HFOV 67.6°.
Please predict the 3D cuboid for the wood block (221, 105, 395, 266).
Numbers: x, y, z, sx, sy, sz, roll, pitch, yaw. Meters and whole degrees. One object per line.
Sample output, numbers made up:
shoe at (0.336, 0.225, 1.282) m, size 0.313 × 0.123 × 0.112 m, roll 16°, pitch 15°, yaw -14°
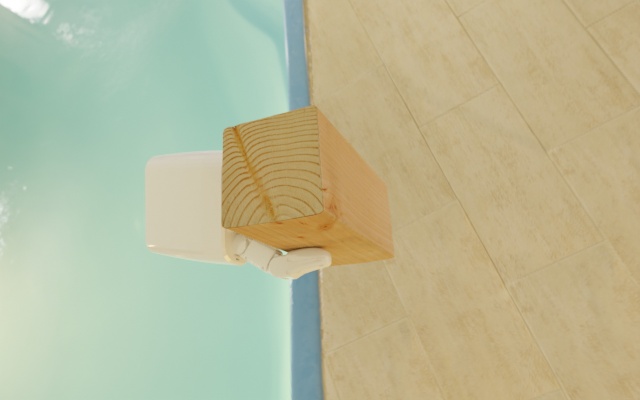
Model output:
wood block at (0.000, 0.002, 0.464) m, size 0.090 × 0.090 × 0.206 m, roll -10°, pitch -19°, yaw 21°
